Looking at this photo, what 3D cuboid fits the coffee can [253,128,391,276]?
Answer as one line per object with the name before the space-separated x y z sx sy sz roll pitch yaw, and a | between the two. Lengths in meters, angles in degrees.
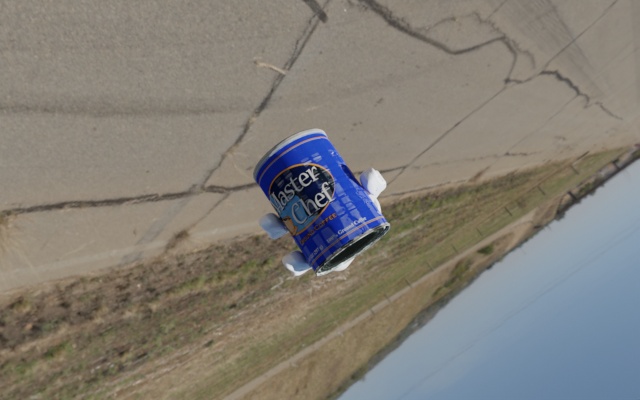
coffee can | 0.000 0.002 0.560 0.103 0.140 0.103 -31 -16 -10
